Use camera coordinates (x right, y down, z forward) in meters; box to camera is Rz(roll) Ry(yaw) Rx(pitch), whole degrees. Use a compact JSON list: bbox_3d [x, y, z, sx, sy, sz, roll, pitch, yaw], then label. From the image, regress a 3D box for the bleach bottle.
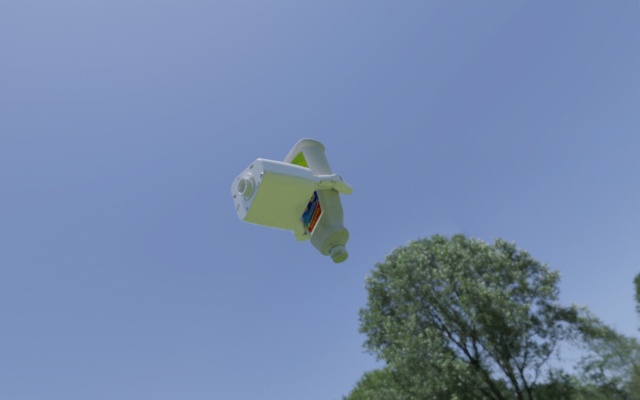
[{"bbox_3d":[0.000,0.003,0.898,0.068,0.250,0.103,12,-49,-38],"label":"bleach bottle"}]
